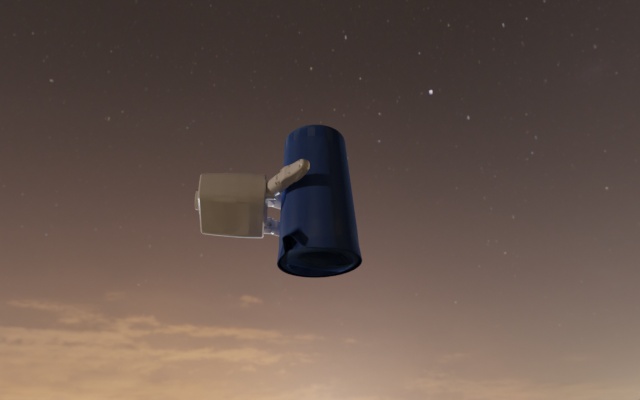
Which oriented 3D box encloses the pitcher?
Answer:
[{"bbox_3d":[0.000,0.003,0.805,0.145,0.242,0.149,2,-28,-8],"label":"pitcher"}]
